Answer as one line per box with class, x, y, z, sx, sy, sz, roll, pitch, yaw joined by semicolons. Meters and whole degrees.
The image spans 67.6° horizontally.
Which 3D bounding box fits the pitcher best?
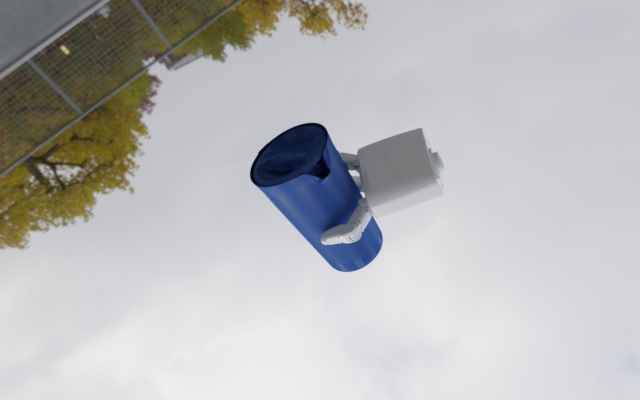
pitcher;0.000;0.003;0.770;0.145;0.149;0.243;-20;-51;20
